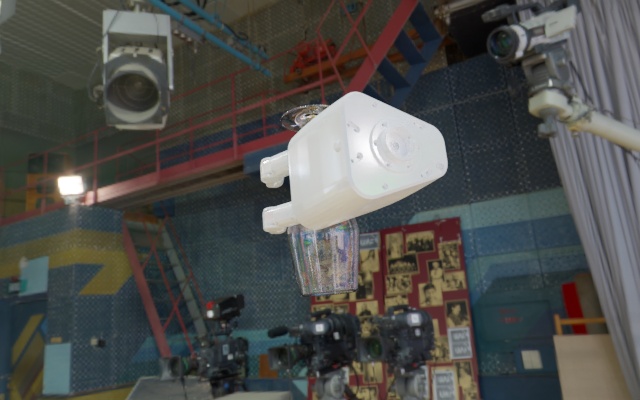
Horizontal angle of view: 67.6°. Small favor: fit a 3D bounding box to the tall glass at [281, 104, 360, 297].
[{"bbox_3d":[0.000,0.001,0.526,0.079,0.201,0.079,-5,-13,-1],"label":"tall glass"}]
